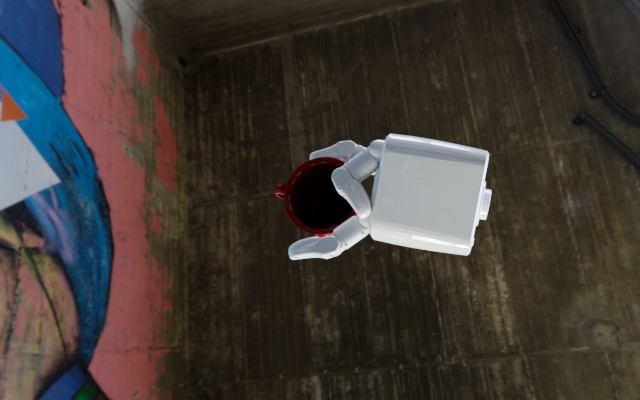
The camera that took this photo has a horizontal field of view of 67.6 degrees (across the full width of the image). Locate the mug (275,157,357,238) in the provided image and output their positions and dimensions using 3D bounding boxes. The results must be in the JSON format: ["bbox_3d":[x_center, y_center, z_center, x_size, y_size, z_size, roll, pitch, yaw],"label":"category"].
[{"bbox_3d":[-0.001,0.002,0.588,0.117,0.093,0.081,10,-12,17],"label":"mug"}]
